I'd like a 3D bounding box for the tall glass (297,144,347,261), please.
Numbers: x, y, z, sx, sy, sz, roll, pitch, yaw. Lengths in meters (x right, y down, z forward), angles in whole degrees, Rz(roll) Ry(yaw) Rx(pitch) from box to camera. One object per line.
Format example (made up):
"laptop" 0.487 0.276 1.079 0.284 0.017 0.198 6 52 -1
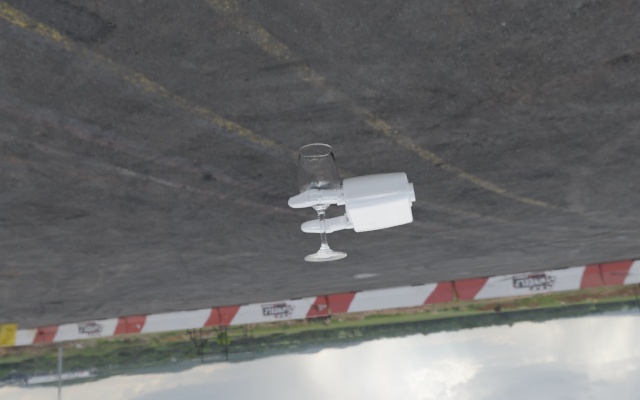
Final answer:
"tall glass" 0.000 0.003 0.851 0.079 0.201 0.079 -5 -16 -2
